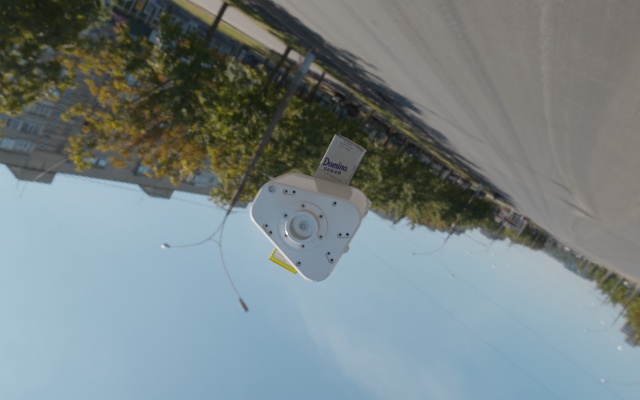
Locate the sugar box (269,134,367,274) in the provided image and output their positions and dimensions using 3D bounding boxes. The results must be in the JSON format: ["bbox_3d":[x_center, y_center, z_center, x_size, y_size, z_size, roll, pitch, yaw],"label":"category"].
[{"bbox_3d":[0.001,0.002,0.618,0.048,0.176,0.093,31,9,4],"label":"sugar box"}]
